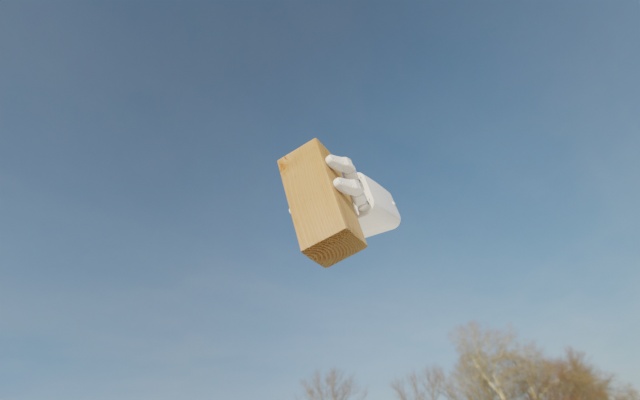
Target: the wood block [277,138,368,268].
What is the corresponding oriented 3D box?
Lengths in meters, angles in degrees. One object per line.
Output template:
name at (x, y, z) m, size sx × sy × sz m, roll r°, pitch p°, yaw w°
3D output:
wood block at (0.000, 0.003, 0.862) m, size 0.091 × 0.206 × 0.090 m, roll -30°, pitch -38°, yaw 16°
